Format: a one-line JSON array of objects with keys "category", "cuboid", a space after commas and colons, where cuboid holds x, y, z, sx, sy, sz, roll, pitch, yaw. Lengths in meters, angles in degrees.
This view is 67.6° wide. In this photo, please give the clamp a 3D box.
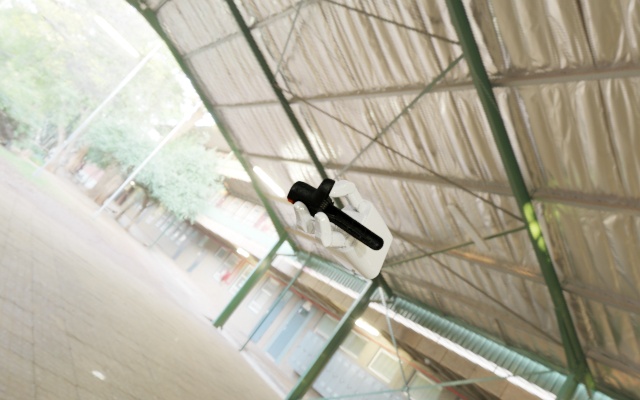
[{"category": "clamp", "cuboid": [0.000, 0.002, 0.809, 0.210, 0.036, 0.165, 23, -23, 47]}]
